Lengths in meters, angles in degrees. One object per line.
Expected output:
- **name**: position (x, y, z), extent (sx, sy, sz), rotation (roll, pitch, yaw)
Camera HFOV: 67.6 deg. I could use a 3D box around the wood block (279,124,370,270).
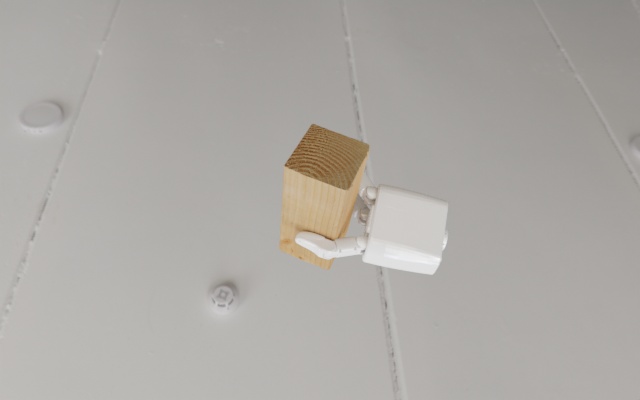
- **wood block**: position (0.000, 0.003, 0.700), extent (0.090, 0.090, 0.206), rotation (22, -36, 9)
